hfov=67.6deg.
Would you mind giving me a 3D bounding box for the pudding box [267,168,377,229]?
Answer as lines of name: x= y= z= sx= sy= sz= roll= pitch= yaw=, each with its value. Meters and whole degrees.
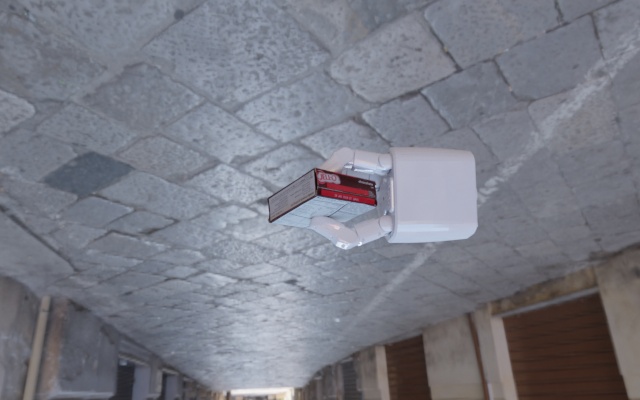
pudding box: x=0.000 y=0.002 z=0.584 sx=0.090 sy=0.039 sz=0.113 roll=11 pitch=-26 yaw=-33
